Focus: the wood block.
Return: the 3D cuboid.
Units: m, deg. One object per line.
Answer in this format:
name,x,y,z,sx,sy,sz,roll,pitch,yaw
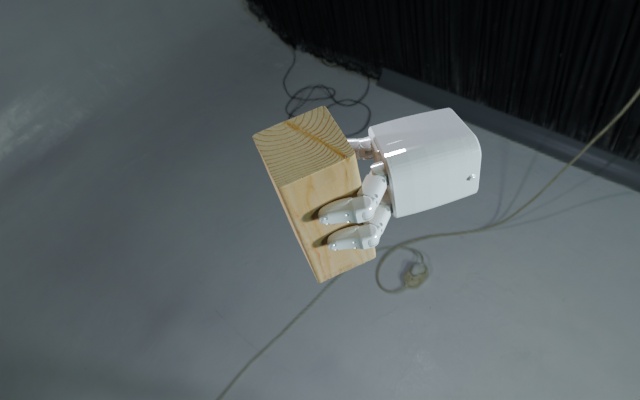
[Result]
wood block,0.000,0.001,0.584,0.090,0.090,0.206,-24,-39,-5
